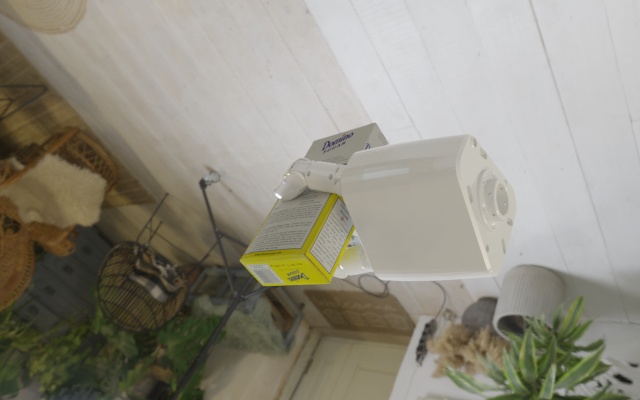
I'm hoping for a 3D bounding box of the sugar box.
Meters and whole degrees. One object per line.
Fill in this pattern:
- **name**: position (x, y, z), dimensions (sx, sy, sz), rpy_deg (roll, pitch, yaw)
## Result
- **sugar box**: position (0.000, 0.002, 0.475), dimensions (0.093, 0.048, 0.176), rpy_deg (-10, 37, 43)
